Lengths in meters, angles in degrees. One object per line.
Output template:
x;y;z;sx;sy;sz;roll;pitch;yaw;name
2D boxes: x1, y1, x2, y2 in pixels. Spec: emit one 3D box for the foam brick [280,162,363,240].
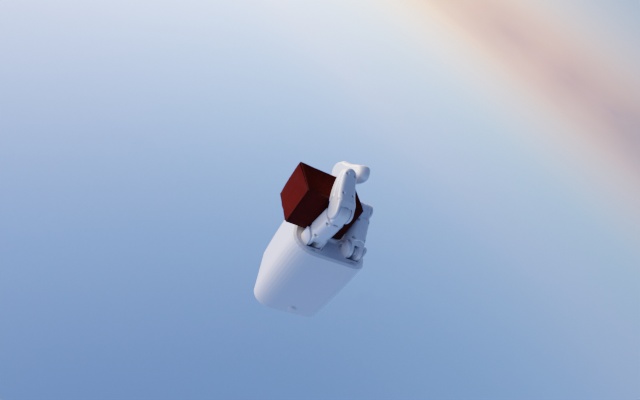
0.000;0.002;0.547;0.078;0.051;0.053;21;32;-28;foam brick
